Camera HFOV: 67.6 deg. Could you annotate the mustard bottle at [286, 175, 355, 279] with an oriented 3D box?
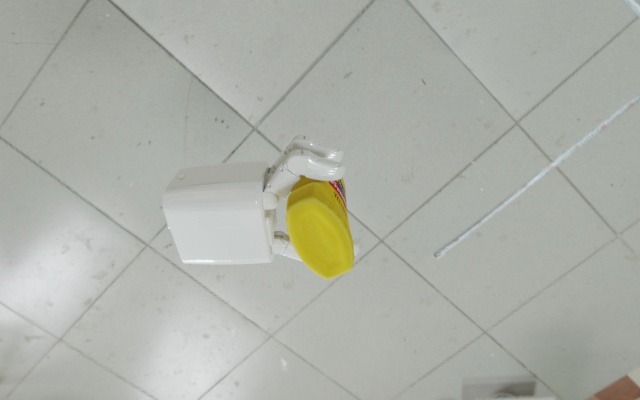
[{"bbox_3d":[0.000,0.002,0.555,0.058,0.096,0.191,-25,22,11],"label":"mustard bottle"}]
